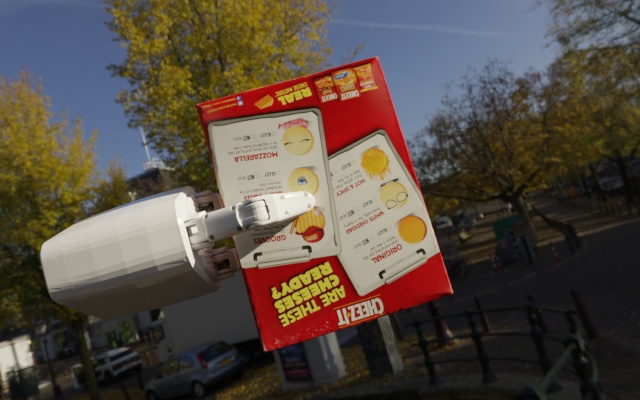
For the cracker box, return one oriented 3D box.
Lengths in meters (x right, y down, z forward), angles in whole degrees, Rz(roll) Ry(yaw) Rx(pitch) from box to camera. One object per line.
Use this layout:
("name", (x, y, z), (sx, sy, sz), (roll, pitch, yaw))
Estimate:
("cracker box", (0.000, 0.001, 0.425), (0.164, 0.213, 0.072), (-16, -5, -5))
